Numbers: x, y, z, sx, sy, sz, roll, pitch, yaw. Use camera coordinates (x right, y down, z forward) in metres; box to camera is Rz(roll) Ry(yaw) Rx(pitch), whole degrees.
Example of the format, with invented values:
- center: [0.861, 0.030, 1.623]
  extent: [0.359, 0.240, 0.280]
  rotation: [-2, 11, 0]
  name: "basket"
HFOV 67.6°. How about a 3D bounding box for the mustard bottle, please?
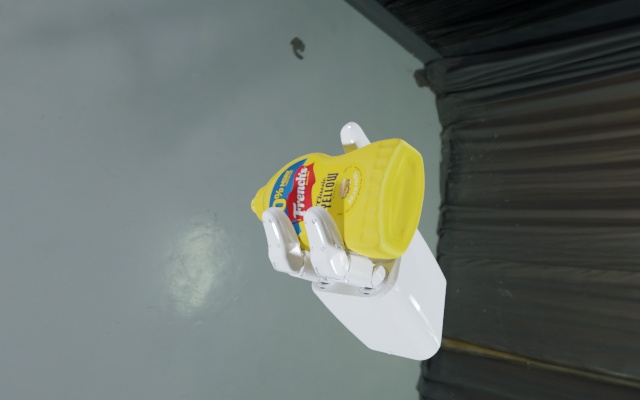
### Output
- center: [0.000, 0.001, 0.444]
  extent: [0.191, 0.096, 0.058]
  rotation: [-3, -21, 46]
  name: "mustard bottle"
